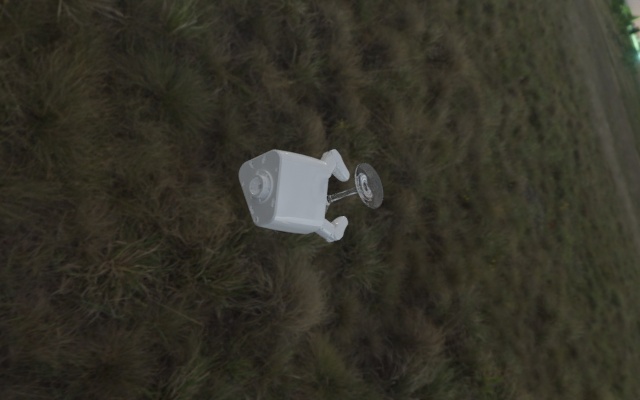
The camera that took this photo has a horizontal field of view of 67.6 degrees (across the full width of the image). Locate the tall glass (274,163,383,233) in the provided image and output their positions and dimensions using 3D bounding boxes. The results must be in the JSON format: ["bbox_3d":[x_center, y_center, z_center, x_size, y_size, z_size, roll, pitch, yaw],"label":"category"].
[{"bbox_3d":[0.001,0.003,0.798,0.201,0.079,0.079,-19,-12,36],"label":"tall glass"}]
